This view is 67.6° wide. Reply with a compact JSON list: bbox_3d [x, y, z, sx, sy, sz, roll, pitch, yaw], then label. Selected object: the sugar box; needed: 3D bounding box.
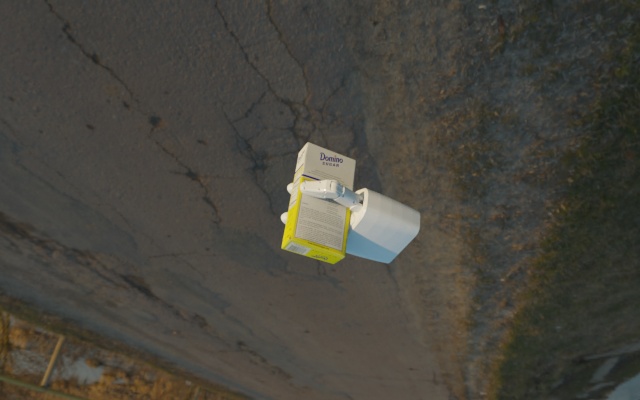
[{"bbox_3d":[0.000,0.003,0.757,0.093,0.176,0.048,20,-33,-18],"label":"sugar box"}]
